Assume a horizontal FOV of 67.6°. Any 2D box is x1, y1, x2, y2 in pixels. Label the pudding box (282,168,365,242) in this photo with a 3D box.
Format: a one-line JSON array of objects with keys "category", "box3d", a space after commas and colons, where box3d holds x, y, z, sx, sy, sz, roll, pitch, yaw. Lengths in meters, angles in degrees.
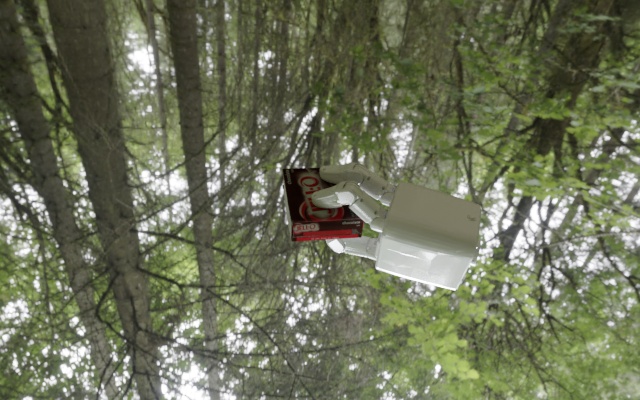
[{"category": "pudding box", "box3d": [0.000, 0.002, 0.612, 0.090, 0.039, 0.113, -2, 36, -10]}]
